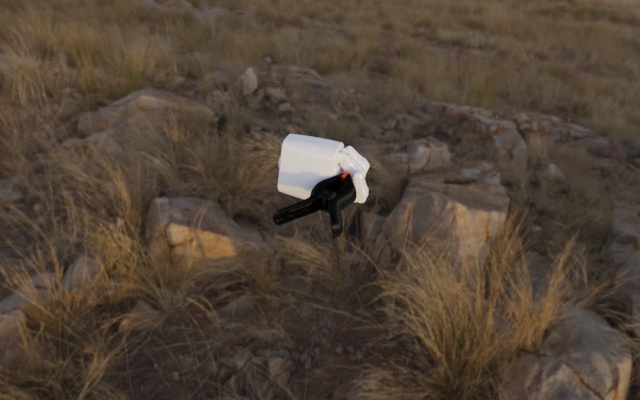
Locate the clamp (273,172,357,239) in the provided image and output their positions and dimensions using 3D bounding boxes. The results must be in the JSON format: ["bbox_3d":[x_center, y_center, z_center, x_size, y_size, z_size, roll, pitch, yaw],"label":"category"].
[{"bbox_3d":[0.000,0.002,0.798,0.120,0.039,0.171,11,33,16],"label":"clamp"}]
